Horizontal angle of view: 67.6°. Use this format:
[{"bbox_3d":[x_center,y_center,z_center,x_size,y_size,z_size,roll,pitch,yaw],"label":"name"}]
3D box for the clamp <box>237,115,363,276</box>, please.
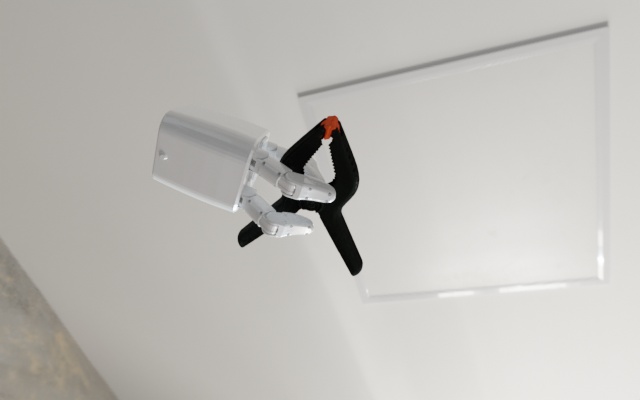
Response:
[{"bbox_3d":[0.000,0.001,0.569,0.164,0.210,0.036,19,34,-5],"label":"clamp"}]
